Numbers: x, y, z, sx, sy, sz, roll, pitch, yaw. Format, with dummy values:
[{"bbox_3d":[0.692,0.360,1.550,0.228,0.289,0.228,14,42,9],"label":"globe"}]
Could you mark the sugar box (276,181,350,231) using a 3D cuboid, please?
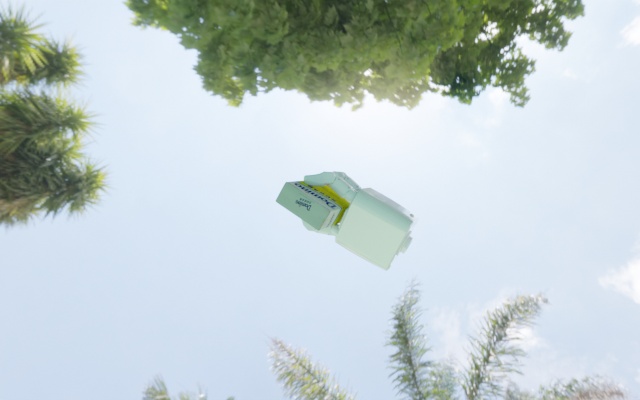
[{"bbox_3d":[0.001,0.002,0.850,0.093,0.048,0.176,33,12,14],"label":"sugar box"}]
